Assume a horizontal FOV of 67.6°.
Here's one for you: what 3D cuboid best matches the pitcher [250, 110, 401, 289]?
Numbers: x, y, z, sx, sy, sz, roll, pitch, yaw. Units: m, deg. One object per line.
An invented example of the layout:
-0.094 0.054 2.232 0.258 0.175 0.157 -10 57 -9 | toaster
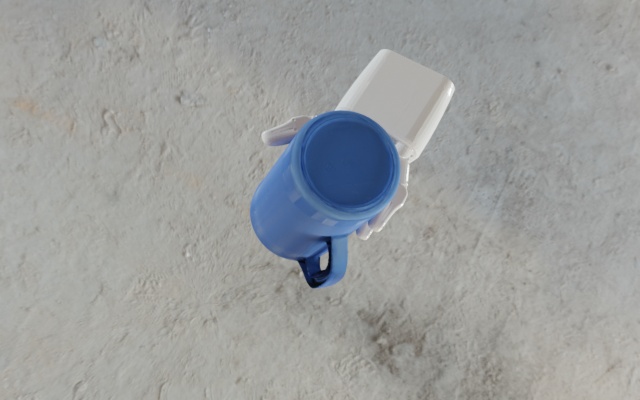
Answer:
0.000 0.002 0.545 0.149 0.145 0.243 37 -18 -3 | pitcher
